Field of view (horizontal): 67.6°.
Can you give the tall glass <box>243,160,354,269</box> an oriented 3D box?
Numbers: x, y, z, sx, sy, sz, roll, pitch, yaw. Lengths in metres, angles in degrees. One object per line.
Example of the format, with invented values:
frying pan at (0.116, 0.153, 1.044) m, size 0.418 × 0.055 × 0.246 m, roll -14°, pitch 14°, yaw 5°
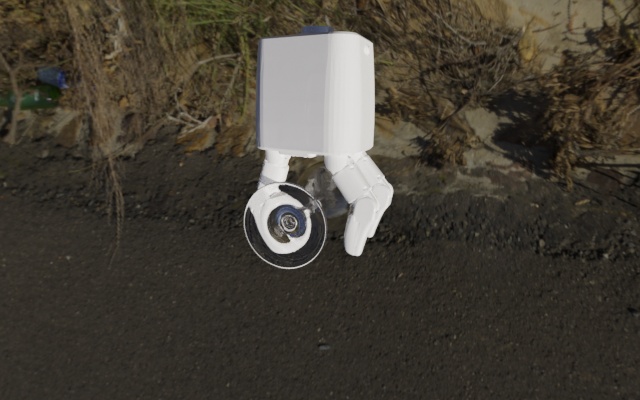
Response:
tall glass at (0.000, 0.002, 0.486) m, size 0.079 × 0.079 × 0.201 m, roll 0°, pitch 11°, yaw 18°
